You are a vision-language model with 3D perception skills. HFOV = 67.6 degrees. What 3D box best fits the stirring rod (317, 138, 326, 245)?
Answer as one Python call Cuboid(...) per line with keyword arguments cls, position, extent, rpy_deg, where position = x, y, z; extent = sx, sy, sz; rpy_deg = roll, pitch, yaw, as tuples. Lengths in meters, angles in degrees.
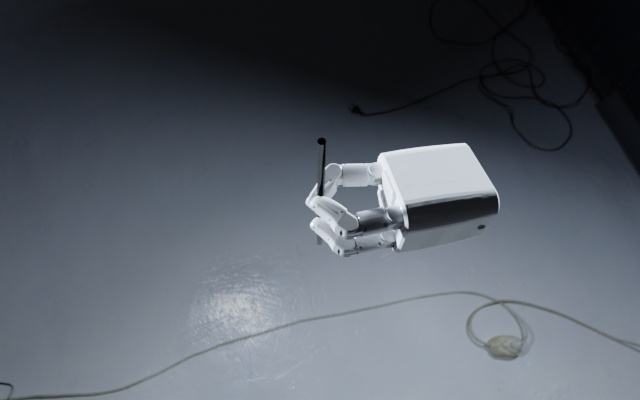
Cuboid(cls="stirring rod", position=(0.000, 0.002, 0.530), extent=(0.011, 0.011, 0.240), rpy_deg=(0, -27, -1))
